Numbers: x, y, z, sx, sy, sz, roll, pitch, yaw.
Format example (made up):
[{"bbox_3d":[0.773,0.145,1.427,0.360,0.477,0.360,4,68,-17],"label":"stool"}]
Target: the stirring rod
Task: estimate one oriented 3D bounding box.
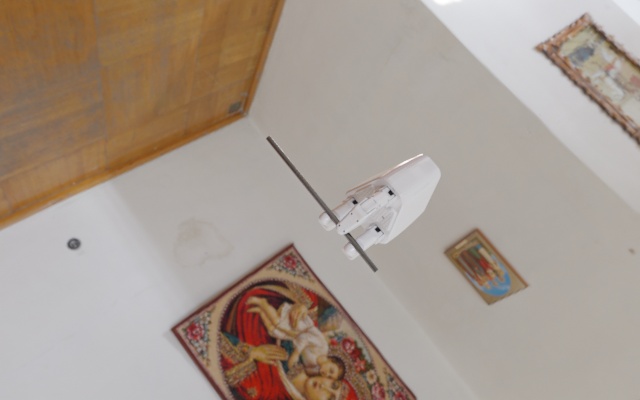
[{"bbox_3d":[0.000,0.002,0.657,0.011,0.239,0.011,-38,-11,-9],"label":"stirring rod"}]
